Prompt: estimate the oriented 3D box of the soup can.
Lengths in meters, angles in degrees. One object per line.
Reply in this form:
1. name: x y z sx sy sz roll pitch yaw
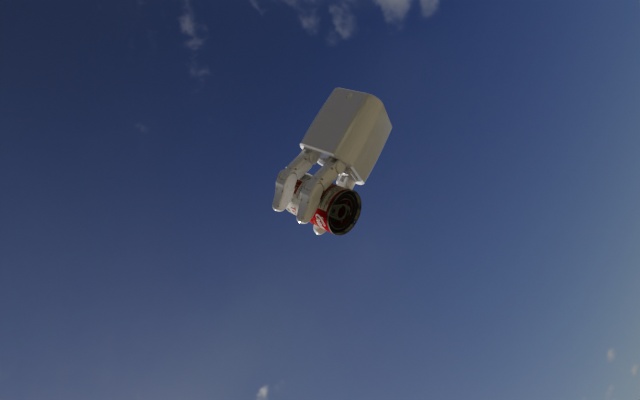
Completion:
1. soup can: 0.000 0.003 0.703 0.102 0.068 0.068 24 16 41
